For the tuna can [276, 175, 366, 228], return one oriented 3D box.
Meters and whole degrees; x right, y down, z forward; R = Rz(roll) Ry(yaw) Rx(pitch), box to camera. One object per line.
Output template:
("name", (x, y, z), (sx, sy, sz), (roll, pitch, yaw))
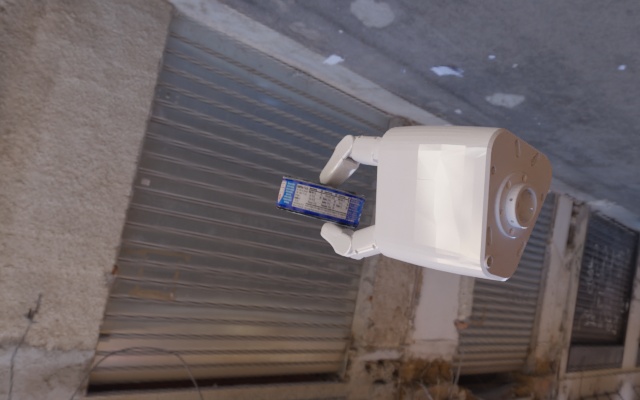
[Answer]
("tuna can", (0.000, 0.002, 0.477), (0.086, 0.034, 0.086), (14, -1, 0))
